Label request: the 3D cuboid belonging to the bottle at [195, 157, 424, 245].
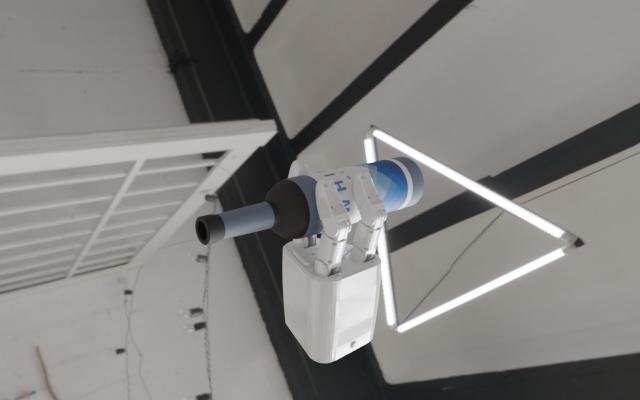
[{"bbox_3d":[0.000,0.002,0.535,0.295,0.069,0.069,-14,9,-40],"label":"bottle"}]
